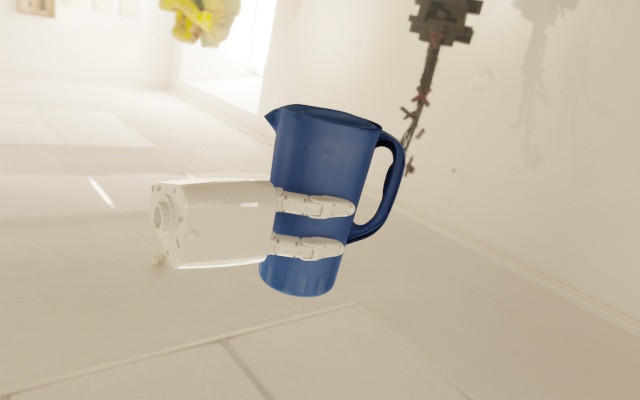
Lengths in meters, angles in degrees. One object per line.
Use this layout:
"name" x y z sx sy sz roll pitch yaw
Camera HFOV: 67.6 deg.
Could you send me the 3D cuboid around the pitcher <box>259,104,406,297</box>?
"pitcher" 0.000 0.002 0.631 0.145 0.243 0.149 -3 23 -40
